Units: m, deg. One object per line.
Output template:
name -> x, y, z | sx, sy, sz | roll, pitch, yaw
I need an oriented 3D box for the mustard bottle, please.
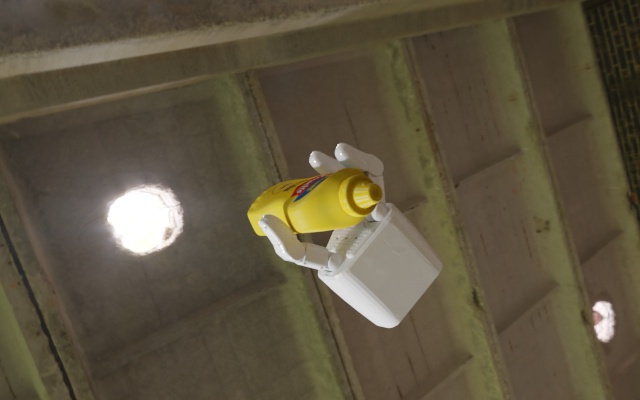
mustard bottle -> 0.000, 0.001, 0.526 | 0.096, 0.058, 0.191 | -29, 12, -32
